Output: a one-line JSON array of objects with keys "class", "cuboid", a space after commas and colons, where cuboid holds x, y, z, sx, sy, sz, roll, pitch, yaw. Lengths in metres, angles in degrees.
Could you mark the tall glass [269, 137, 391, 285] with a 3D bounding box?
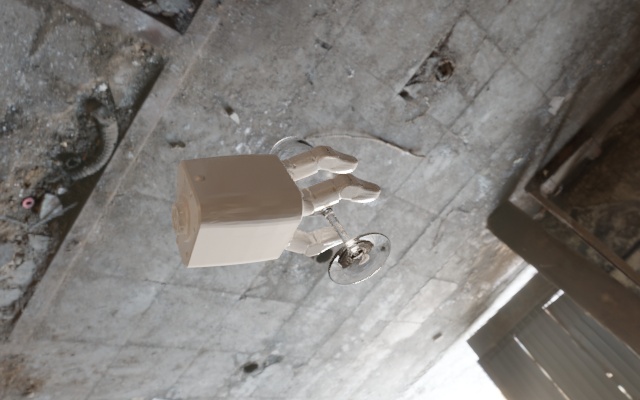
[{"class": "tall glass", "cuboid": [0.000, 0.002, 0.567, 0.079, 0.079, 0.201, 0, 38, -32]}]
